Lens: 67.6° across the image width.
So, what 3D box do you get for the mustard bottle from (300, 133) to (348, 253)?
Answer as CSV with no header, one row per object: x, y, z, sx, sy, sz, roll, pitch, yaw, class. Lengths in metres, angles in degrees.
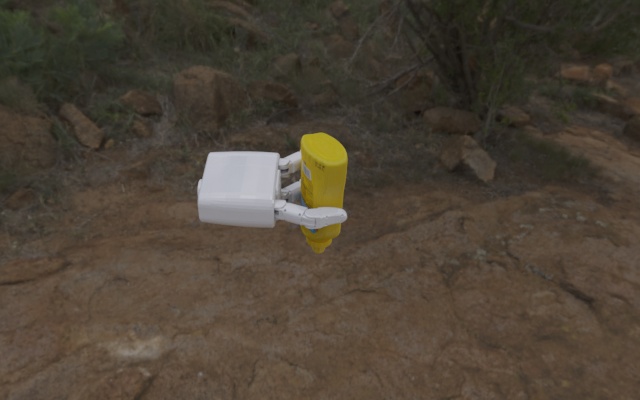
0.000,0.002,0.721,0.058,0.192,0.096,-12,37,-21,mustard bottle
